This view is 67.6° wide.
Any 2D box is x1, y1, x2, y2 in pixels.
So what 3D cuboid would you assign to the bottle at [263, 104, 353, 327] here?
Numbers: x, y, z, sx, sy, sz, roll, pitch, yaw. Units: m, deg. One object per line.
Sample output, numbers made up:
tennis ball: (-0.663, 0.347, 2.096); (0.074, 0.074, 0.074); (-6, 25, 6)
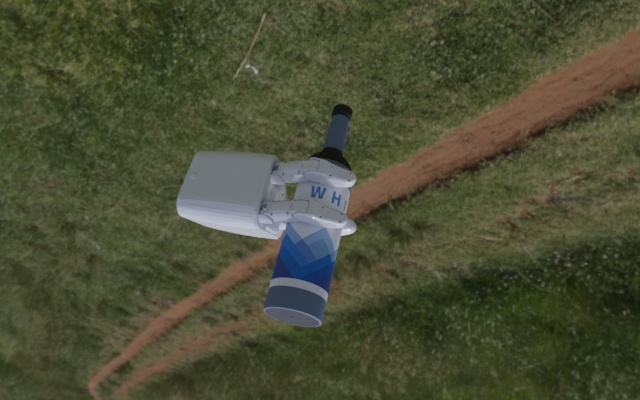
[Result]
bottle: (0.000, 0.002, 0.591); (0.069, 0.295, 0.069); (11, -28, 6)
